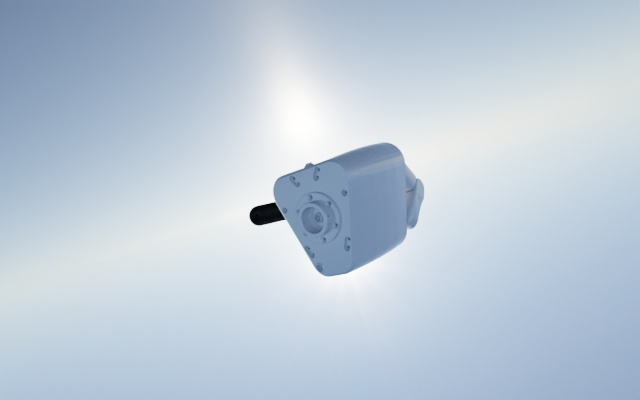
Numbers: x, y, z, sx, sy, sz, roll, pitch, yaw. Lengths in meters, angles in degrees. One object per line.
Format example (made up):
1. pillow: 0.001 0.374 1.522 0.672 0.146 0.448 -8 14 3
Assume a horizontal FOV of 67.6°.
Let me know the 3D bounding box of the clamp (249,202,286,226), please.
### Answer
1. clamp: 0.000 0.002 0.583 0.171 0.039 0.120 -17 2 37
